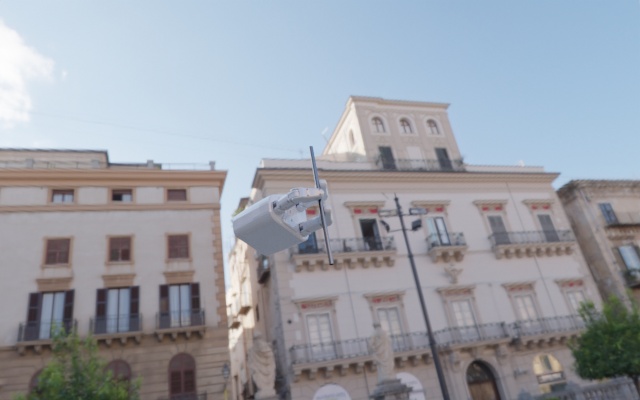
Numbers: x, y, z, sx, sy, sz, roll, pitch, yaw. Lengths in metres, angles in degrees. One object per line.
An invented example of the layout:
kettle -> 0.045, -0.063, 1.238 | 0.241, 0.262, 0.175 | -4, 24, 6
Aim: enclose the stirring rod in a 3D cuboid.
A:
stirring rod -> 0.000, 0.003, 0.868 | 0.011, 0.239, 0.011 | -8, -26, -4
